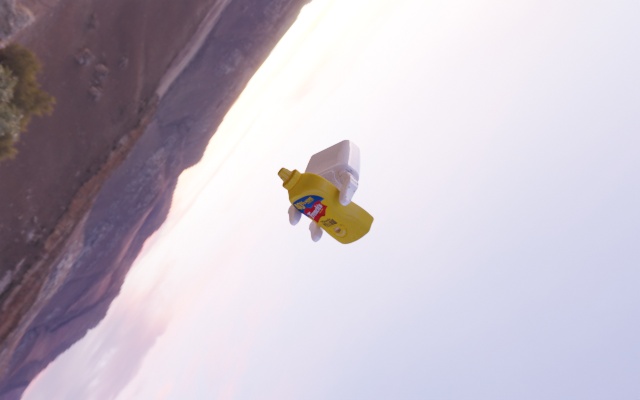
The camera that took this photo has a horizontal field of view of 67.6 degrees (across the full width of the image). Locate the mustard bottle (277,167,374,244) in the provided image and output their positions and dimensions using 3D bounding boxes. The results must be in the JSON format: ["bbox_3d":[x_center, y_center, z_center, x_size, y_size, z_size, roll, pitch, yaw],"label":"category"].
[{"bbox_3d":[0.000,0.003,0.870,0.192,0.058,0.096,39,-35,-18],"label":"mustard bottle"}]
